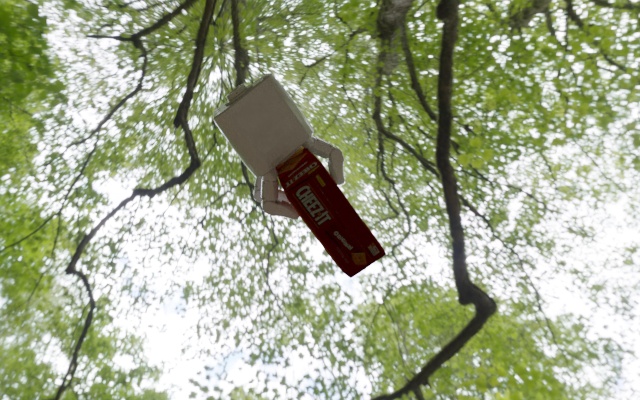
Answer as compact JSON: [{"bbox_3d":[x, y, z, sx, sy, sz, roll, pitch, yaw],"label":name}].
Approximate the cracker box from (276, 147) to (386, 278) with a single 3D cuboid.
[{"bbox_3d":[0.000,0.002,0.736,0.072,0.164,0.213,-37,21,1],"label":"cracker box"}]
